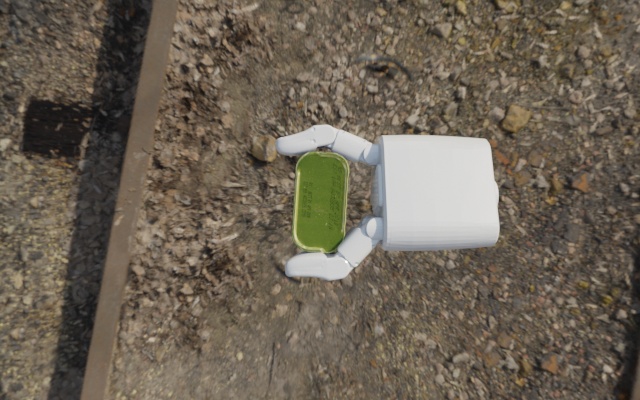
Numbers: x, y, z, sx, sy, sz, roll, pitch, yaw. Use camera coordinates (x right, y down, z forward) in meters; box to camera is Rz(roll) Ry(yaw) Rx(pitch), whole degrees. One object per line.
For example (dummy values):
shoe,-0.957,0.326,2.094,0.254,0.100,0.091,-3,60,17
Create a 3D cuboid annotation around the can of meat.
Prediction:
can of meat,0.000,0.001,0.490,0.057,0.102,0.084,3,0,0
